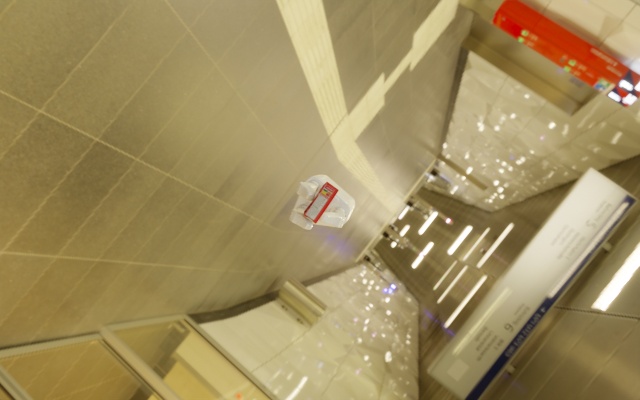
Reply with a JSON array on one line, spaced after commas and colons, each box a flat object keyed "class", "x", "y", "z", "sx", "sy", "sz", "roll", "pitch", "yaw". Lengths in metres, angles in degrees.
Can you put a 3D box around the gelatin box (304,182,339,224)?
[{"class": "gelatin box", "x": 0.001, "y": 0.003, "z": 0.875, "sx": 0.030, "sy": 0.073, "sz": 0.089, "roll": 35, "pitch": 0, "yaw": -2}]
